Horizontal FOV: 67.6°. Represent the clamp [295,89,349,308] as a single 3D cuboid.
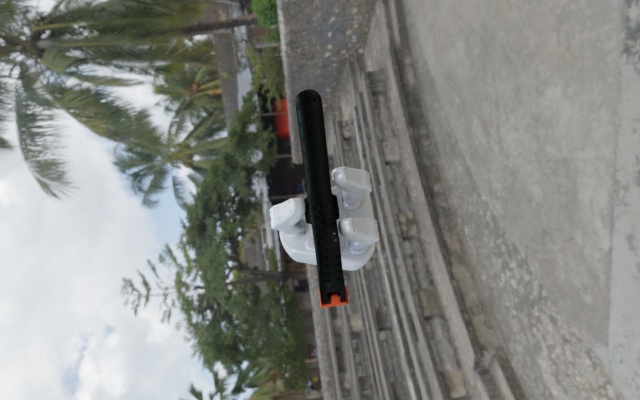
[{"bbox_3d":[-0.001,0.002,0.492,0.036,0.210,0.165,-8,-16,0],"label":"clamp"}]
